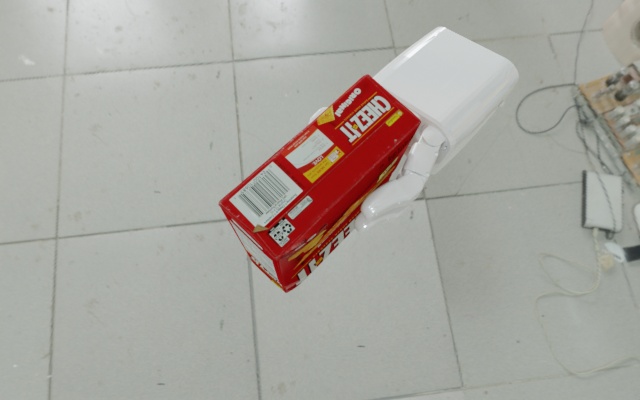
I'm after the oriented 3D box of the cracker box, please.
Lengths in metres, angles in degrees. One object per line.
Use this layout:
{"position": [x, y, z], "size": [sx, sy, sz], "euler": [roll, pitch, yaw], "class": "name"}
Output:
{"position": [0.000, 0.001, 0.466], "size": [0.164, 0.072, 0.214], "euler": [-43, -12, -14], "class": "cracker box"}
